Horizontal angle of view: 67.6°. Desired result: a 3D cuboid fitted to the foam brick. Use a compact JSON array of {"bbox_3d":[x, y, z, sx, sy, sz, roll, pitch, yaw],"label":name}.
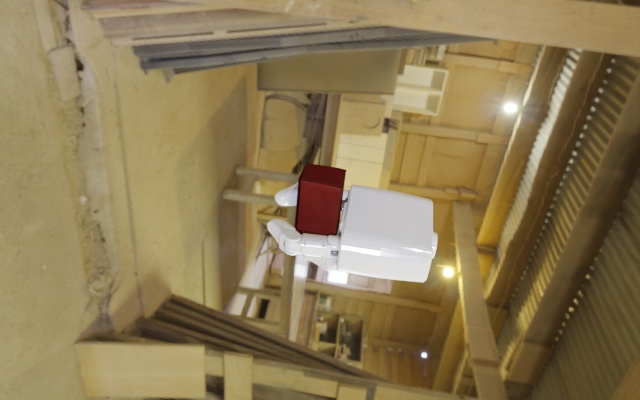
[{"bbox_3d":[0.000,0.002,0.577,0.051,0.078,0.053,9,29,6],"label":"foam brick"}]
